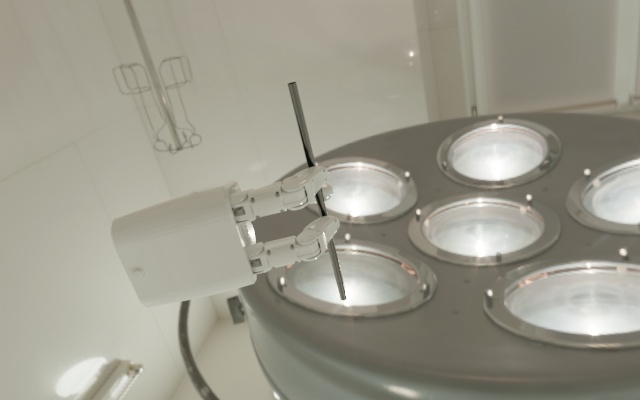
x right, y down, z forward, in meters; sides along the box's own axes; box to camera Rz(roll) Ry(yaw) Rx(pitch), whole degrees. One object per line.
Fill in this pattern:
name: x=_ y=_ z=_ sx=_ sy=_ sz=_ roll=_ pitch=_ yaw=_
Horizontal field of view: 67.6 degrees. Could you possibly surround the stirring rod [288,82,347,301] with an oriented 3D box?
stirring rod: x=0.000 y=0.001 z=0.477 sx=0.011 sy=0.240 sz=0.011 roll=-11 pitch=25 yaw=5
